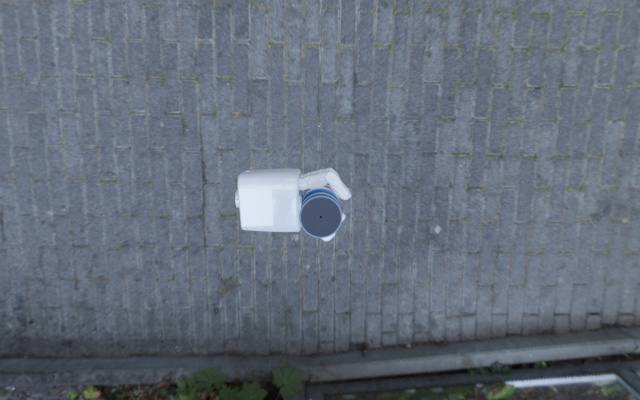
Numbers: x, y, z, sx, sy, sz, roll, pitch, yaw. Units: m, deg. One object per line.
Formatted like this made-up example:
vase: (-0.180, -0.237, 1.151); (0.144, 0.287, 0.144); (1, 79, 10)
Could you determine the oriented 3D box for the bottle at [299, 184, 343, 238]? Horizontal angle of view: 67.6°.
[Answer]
bottle: (0.000, 0.003, 0.872); (0.069, 0.069, 0.295); (0, 9, 0)
